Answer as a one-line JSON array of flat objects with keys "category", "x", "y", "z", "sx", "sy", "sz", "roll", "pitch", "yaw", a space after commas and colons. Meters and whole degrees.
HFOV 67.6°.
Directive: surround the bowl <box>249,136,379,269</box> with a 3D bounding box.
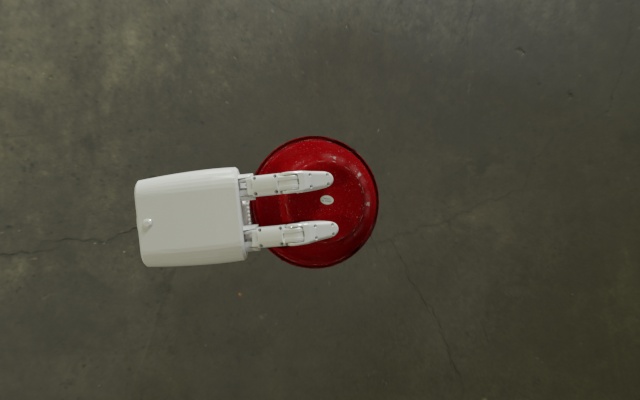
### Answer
[{"category": "bowl", "x": 0.001, "y": 0.001, "z": 0.555, "sx": 0.162, "sy": 0.162, "sz": 0.055, "roll": 0, "pitch": -1, "yaw": -13}]
